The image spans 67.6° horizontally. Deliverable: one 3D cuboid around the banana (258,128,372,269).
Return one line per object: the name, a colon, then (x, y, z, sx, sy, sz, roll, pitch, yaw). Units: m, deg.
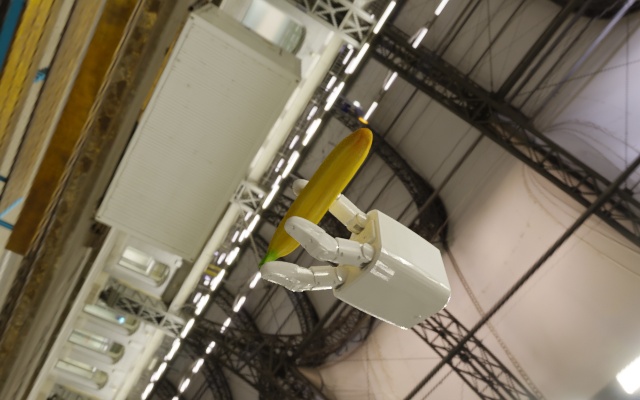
banana: (-0.002, -0.003, 0.537, 0.037, 0.198, 0.069, 32, 19, -12)
